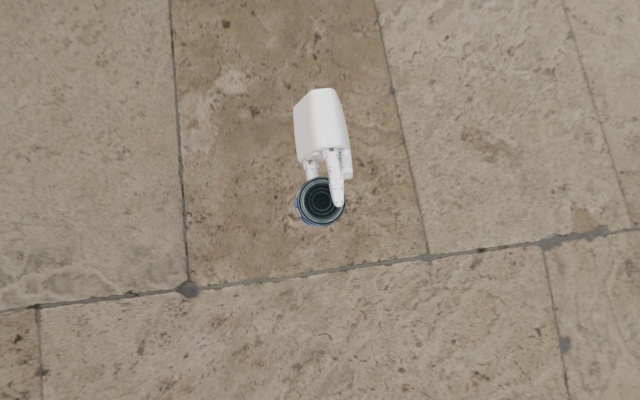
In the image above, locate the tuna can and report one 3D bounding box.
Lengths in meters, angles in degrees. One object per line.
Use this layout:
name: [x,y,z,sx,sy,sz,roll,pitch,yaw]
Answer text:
tuna can: [0.000,0.003,0.815,0.086,0.086,0.034,0,-6,-10]
